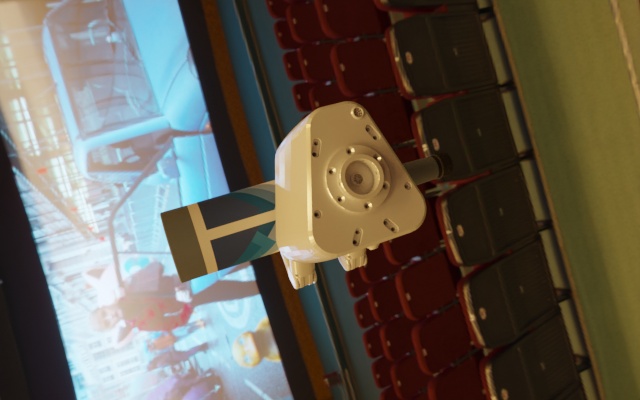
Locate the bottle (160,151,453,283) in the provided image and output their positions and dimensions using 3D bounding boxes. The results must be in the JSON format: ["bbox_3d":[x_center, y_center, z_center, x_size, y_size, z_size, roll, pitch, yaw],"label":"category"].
[{"bbox_3d":[0.000,0.002,0.471,0.295,0.069,0.069,-17,5,-17],"label":"bottle"}]
